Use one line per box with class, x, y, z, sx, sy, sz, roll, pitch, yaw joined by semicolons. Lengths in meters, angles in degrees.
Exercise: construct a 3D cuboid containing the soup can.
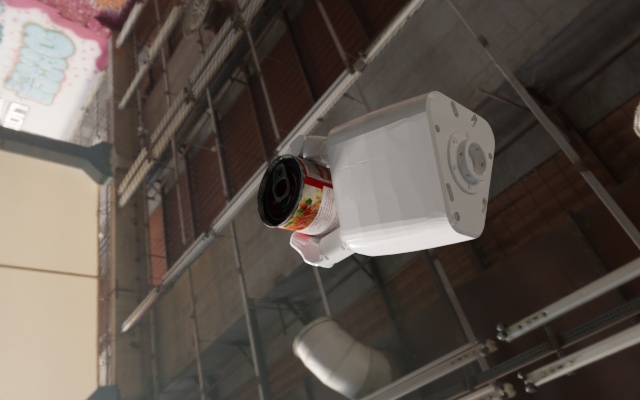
soup can;0.000;0.002;0.462;0.102;0.068;0.068;16;-10;-38
